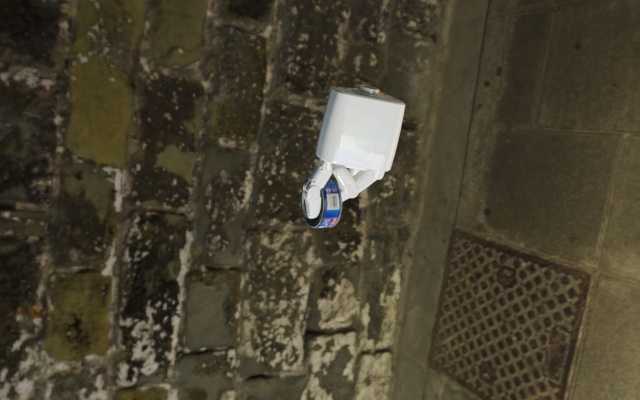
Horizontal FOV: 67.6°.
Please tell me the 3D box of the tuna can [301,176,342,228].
[{"bbox_3d":[0.000,0.003,0.788,0.034,0.086,0.086,-3,1,-28],"label":"tuna can"}]
